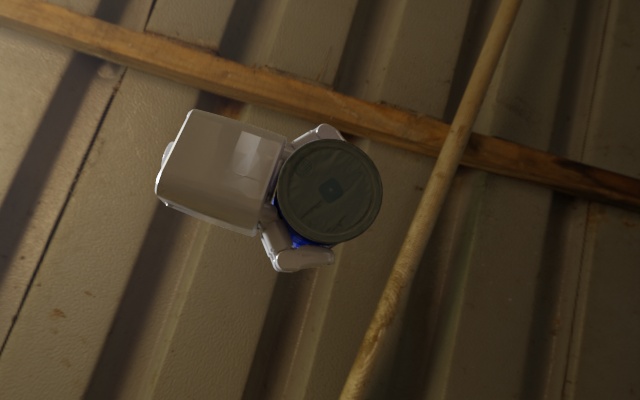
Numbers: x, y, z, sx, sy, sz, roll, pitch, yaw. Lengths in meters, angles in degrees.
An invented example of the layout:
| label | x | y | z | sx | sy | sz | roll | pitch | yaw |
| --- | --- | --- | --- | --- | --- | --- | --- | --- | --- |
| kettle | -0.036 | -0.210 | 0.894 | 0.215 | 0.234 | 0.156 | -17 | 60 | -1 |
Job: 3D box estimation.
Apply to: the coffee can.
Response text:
| label | x | y | z | sx | sy | sz | roll | pitch | yaw |
| --- | --- | --- | --- | --- | --- | --- | --- | --- | --- |
| coffee can | 0.000 | 0.002 | 0.522 | 0.103 | 0.103 | 0.140 | 0 | -10 | -8 |
